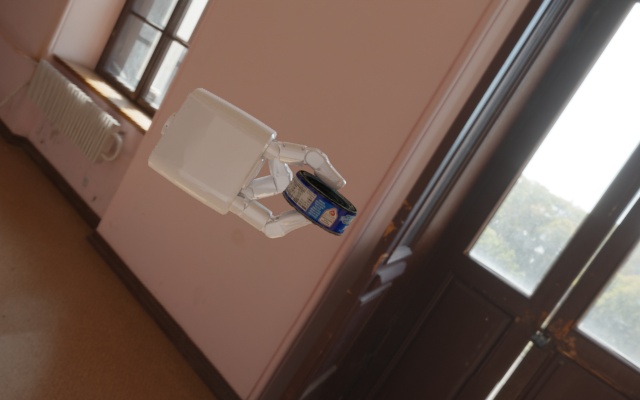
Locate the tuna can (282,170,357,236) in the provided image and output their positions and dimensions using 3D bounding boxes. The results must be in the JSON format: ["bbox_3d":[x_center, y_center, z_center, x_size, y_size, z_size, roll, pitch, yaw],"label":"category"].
[{"bbox_3d":[0.000,0.001,0.554,0.086,0.034,0.086,35,10,-7],"label":"tuna can"}]
